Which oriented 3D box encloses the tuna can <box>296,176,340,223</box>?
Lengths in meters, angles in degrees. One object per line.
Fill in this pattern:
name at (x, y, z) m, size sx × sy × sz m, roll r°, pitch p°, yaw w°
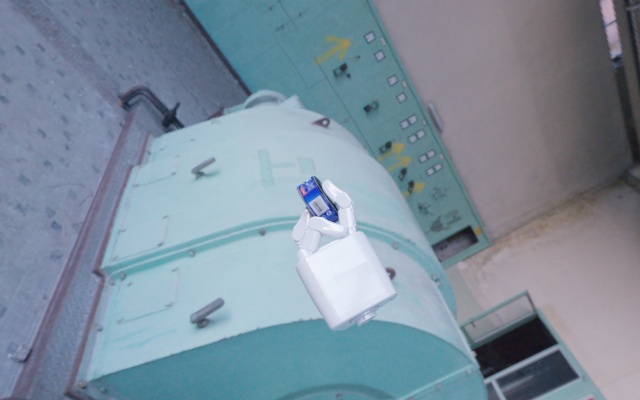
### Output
tuna can at (0.001, 0.002, 0.767) m, size 0.034 × 0.086 × 0.086 m, roll -36°, pitch -5°, yaw 7°
